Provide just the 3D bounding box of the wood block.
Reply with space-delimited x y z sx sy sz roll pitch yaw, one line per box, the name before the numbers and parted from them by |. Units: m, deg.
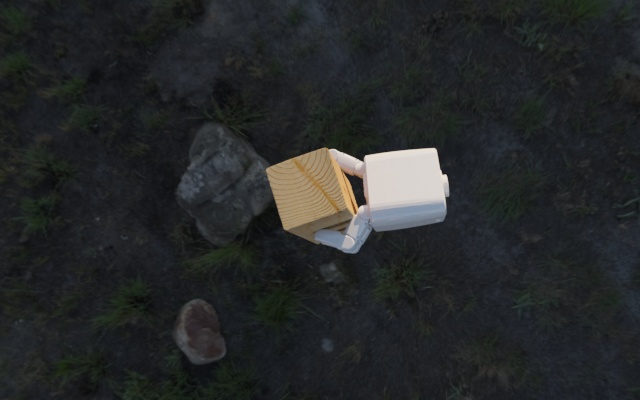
wood block | 0.000 0.002 0.718 0.090 0.090 0.206 -19 -13 7
